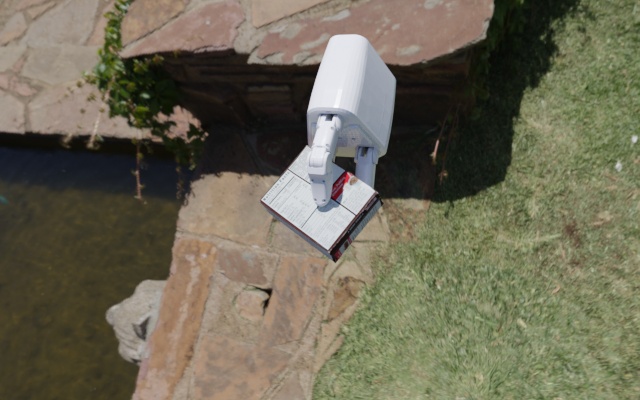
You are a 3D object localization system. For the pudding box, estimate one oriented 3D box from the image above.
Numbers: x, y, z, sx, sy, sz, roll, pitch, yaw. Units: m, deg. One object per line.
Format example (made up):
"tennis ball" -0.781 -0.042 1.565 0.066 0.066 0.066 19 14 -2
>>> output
"pudding box" 0.000 0.002 0.546 0.113 0.090 0.039 35 -10 28
